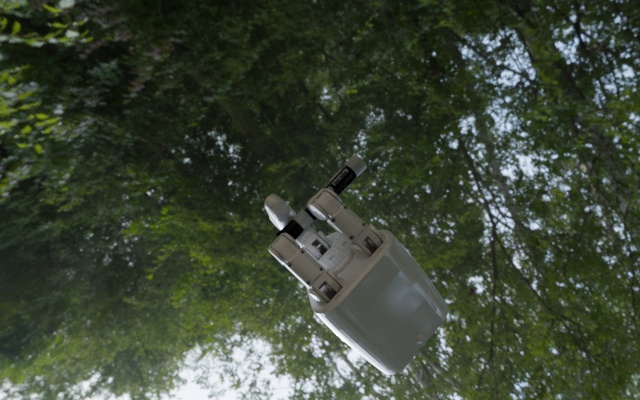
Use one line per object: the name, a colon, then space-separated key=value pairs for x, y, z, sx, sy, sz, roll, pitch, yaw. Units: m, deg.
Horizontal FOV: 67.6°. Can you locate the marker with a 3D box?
marker: x=0.000 y=0.002 z=0.485 sx=0.020 sy=0.121 sz=0.020 roll=43 pitch=-10 yaw=9
